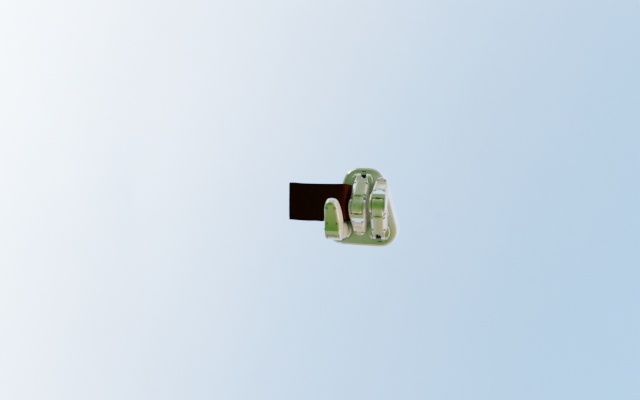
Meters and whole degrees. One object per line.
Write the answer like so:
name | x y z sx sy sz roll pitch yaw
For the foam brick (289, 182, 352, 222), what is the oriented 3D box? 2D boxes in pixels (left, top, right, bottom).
foam brick | 0.000 0.002 0.660 0.078 0.053 0.051 3 1 14
